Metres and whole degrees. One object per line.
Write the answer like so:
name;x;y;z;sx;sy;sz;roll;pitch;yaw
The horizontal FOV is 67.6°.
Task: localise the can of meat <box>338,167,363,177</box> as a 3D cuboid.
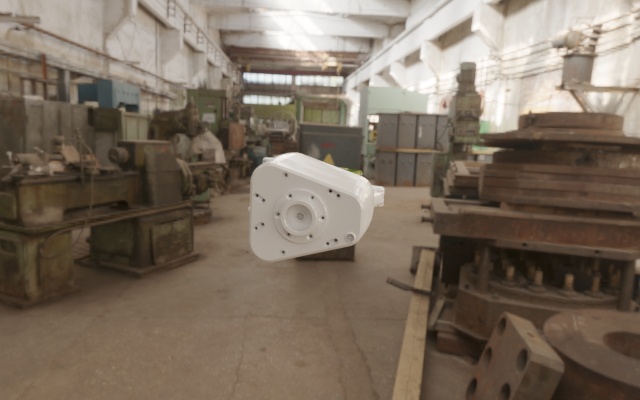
can of meat;0.000;0.002;0.582;0.102;0.084;0.057;5;10;12
